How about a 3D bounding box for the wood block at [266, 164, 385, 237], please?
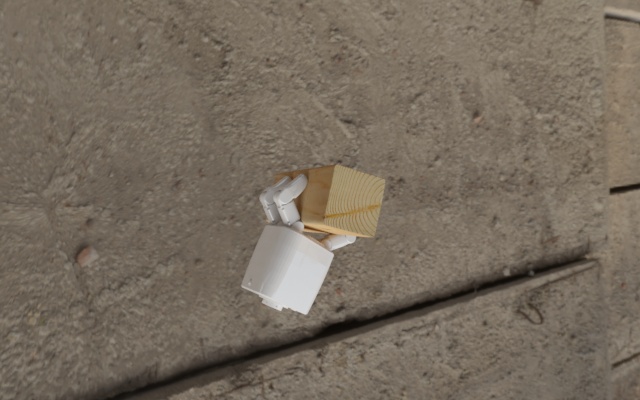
[{"bbox_3d":[0.000,0.003,0.765,0.091,0.090,0.206,16,-8,-28],"label":"wood block"}]
